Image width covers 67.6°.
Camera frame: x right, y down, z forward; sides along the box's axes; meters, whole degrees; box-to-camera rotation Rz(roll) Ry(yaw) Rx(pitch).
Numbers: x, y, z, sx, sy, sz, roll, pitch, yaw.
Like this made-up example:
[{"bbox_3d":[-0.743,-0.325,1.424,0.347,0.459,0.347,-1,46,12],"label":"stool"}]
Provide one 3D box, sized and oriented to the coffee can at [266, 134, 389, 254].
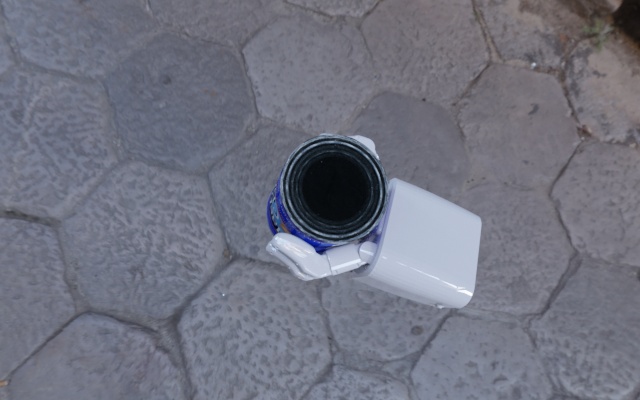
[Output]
[{"bbox_3d":[0.000,0.002,0.500,0.103,0.102,0.140,0,-11,-12],"label":"coffee can"}]
